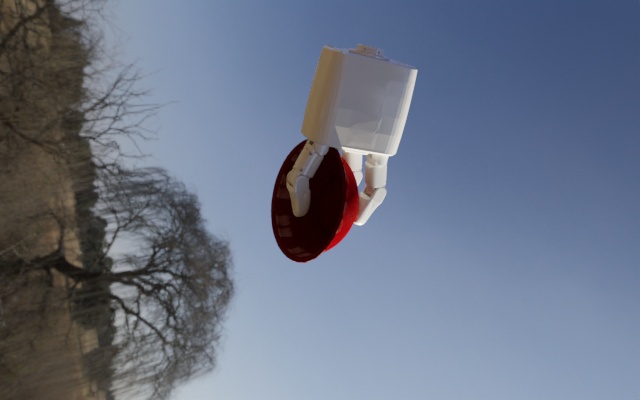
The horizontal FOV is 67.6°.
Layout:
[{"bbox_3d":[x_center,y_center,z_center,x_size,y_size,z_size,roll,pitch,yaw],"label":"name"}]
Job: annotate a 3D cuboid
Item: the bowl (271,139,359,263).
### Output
[{"bbox_3d":[0.000,0.003,0.623,0.055,0.162,0.162,11,-7,-37],"label":"bowl"}]
